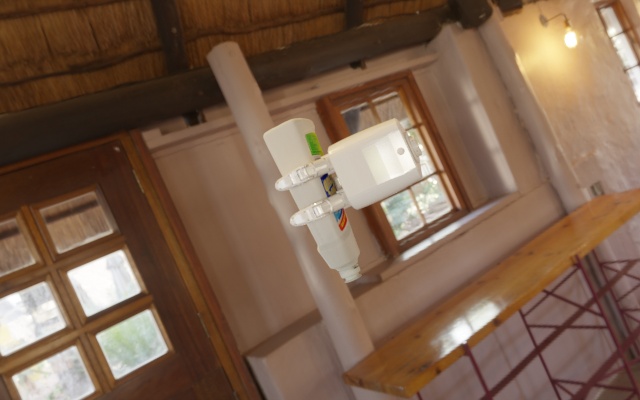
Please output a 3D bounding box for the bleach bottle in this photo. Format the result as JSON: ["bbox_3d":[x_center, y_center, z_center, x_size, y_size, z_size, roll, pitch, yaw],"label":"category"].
[{"bbox_3d":[0.000,0.002,0.726,0.068,0.251,0.102,-24,0,17],"label":"bleach bottle"}]
